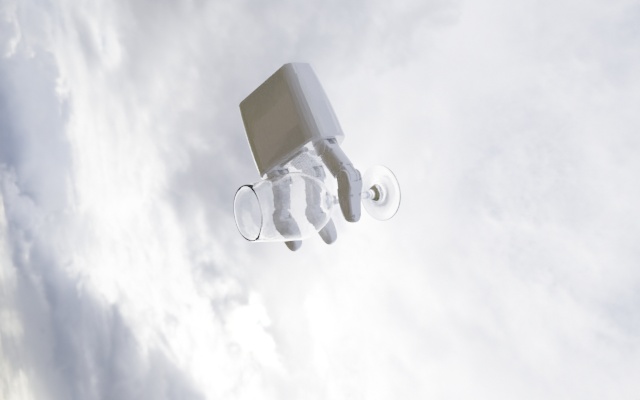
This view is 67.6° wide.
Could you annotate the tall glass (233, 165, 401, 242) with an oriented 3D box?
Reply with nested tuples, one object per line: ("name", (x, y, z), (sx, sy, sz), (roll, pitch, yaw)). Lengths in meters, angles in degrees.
("tall glass", (0.001, 0.002, 0.567), (0.201, 0.079, 0.079), (-9, 5, -38))
